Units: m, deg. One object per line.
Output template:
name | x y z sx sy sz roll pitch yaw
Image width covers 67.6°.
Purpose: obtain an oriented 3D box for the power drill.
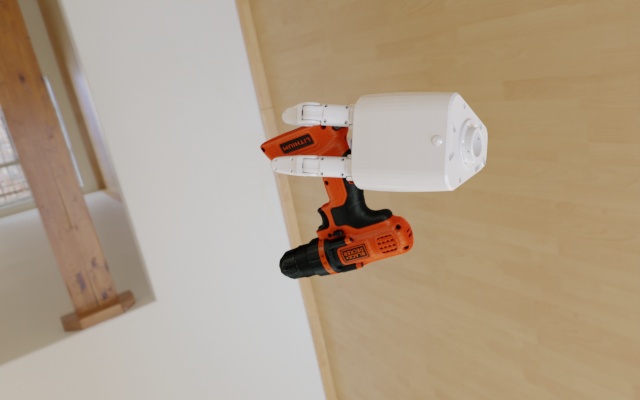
power drill | 0.000 0.001 0.583 0.184 0.188 0.057 -19 13 25
